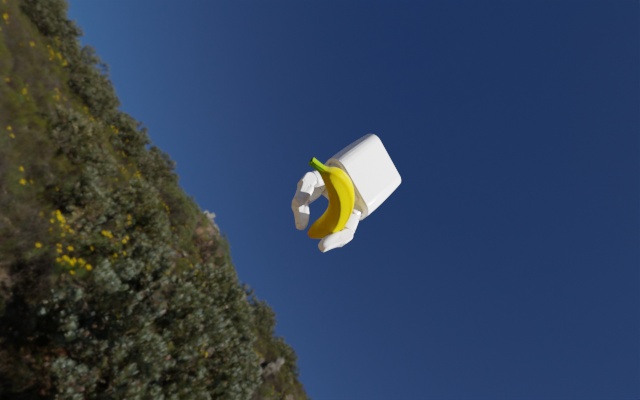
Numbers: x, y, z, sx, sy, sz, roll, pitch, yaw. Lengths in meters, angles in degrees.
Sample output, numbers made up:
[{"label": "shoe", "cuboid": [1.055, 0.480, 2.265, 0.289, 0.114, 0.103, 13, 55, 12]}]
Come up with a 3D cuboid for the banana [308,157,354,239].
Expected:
[{"label": "banana", "cuboid": [0.016, 0.008, 0.726, 0.069, 0.037, 0.198, 27, -34, 16]}]
